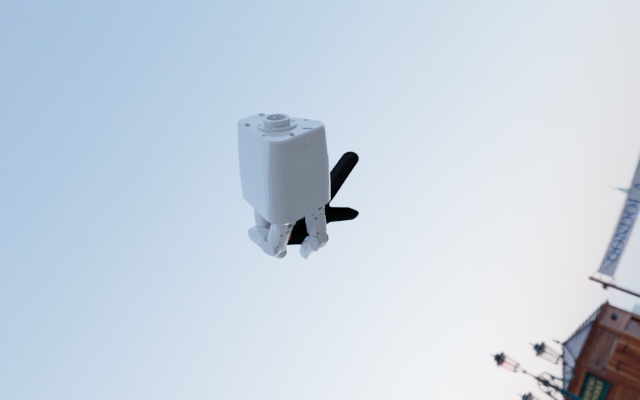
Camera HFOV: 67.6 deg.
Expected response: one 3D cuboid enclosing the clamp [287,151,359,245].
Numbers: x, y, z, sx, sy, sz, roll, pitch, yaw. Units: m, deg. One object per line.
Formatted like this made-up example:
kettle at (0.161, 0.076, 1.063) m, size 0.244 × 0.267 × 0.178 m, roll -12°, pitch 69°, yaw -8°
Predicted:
clamp at (0.000, 0.002, 0.679) m, size 0.039 × 0.120 × 0.171 m, roll 21°, pitch 35°, yaw 37°
